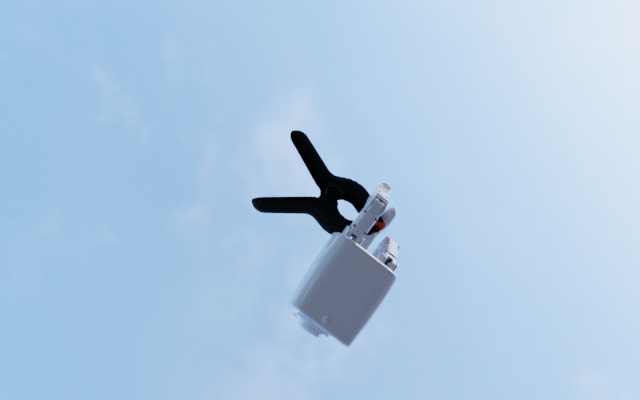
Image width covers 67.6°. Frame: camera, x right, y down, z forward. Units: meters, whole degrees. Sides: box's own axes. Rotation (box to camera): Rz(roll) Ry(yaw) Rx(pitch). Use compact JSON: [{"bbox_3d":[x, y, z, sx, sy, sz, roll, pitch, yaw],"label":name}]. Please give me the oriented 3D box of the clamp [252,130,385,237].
[{"bbox_3d":[0.000,0.002,0.611,0.171,0.120,0.039,38,-16,-4],"label":"clamp"}]
